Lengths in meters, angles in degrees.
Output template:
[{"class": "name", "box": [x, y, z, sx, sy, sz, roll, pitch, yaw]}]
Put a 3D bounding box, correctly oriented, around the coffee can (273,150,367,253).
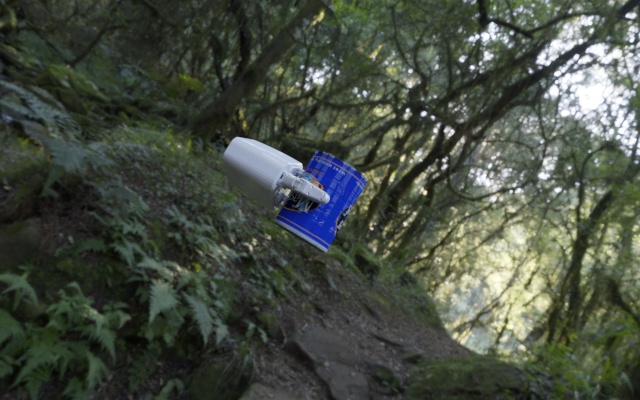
[{"class": "coffee can", "box": [0.000, 0.003, 0.801, 0.103, 0.140, 0.103, 30, -7, 4]}]
